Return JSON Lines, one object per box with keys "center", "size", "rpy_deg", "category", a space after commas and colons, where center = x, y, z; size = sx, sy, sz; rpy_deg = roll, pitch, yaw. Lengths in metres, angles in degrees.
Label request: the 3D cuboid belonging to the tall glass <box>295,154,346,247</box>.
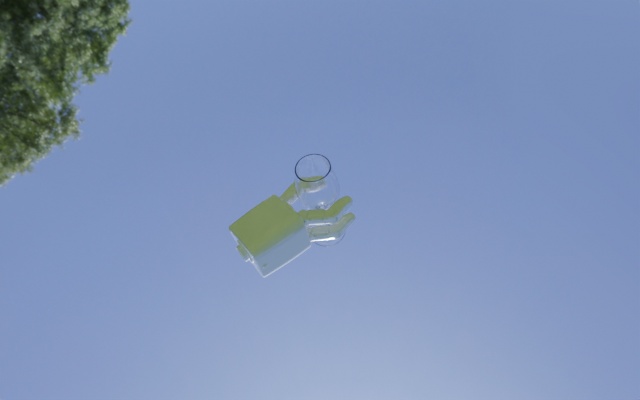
{"center": [0.000, 0.003, 0.878], "size": [0.079, 0.079, 0.201], "rpy_deg": [0, -36, 9], "category": "tall glass"}
